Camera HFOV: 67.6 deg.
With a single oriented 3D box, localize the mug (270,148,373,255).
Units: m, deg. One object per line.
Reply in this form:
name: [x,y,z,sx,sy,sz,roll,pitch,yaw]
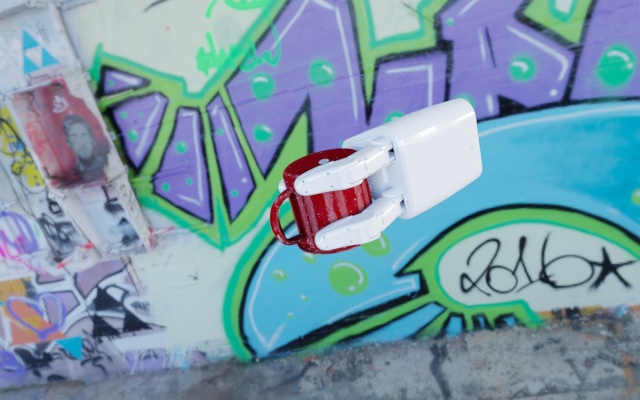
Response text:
mug: [-0.001,0.002,0.480,0.117,0.081,0.093,-25,23,-25]
